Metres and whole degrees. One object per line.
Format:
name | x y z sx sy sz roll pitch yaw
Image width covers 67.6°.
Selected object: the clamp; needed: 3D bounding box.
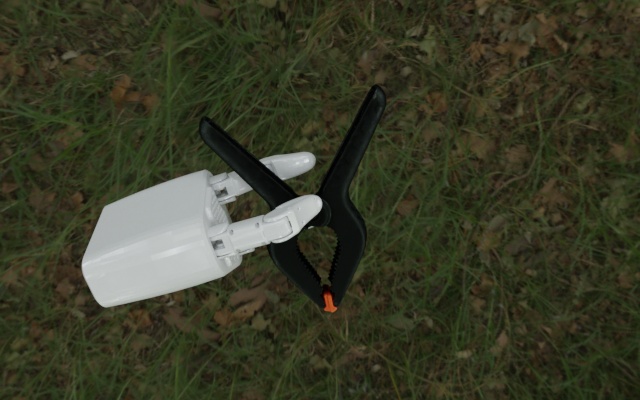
clamp | 0.000 0.002 0.440 0.164 0.210 0.036 -17 16 3
